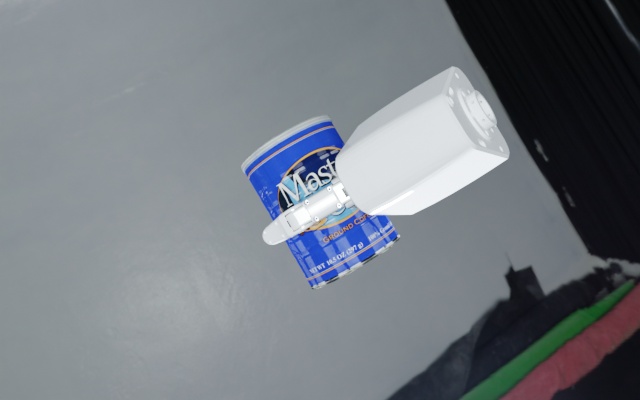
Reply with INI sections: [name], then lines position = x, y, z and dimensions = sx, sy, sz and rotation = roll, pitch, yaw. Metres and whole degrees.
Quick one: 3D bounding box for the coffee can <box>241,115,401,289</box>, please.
[coffee can]
position = 0.000, 0.002, 0.477
dimensions = 0.103, 0.140, 0.103
rotation = -30, -2, -1
